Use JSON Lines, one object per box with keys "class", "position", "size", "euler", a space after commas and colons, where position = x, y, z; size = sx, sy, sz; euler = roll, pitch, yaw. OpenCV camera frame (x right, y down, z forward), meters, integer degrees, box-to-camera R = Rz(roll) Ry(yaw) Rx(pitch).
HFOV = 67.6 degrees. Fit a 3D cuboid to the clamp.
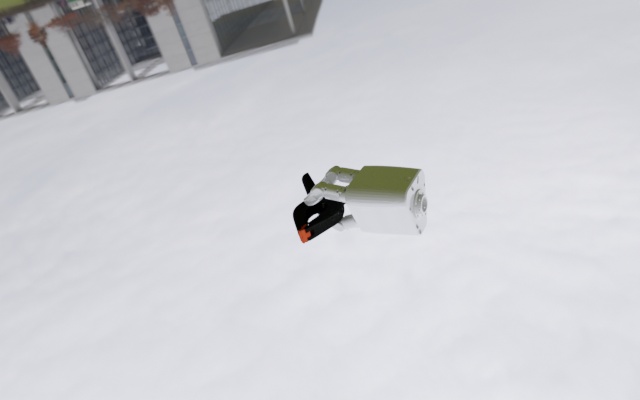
{"class": "clamp", "position": [0.000, 0.004, 0.877], "size": [0.164, 0.036, 0.210], "euler": [4, 35, 31]}
